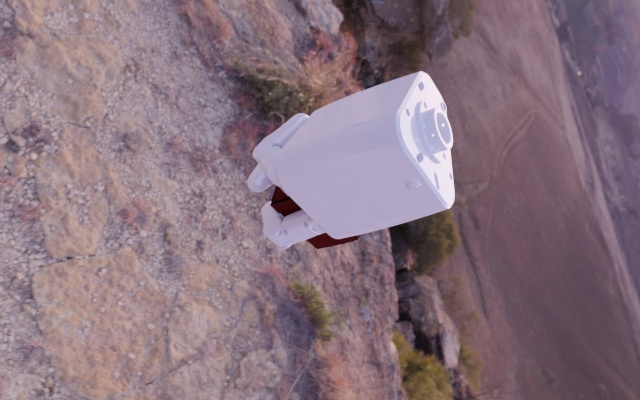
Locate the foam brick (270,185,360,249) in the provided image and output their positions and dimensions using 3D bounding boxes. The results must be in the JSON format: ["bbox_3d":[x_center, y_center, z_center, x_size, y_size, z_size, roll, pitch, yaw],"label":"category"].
[{"bbox_3d":[0.000,0.002,0.454,0.051,0.053,0.078,-17,-47,33],"label":"foam brick"}]
